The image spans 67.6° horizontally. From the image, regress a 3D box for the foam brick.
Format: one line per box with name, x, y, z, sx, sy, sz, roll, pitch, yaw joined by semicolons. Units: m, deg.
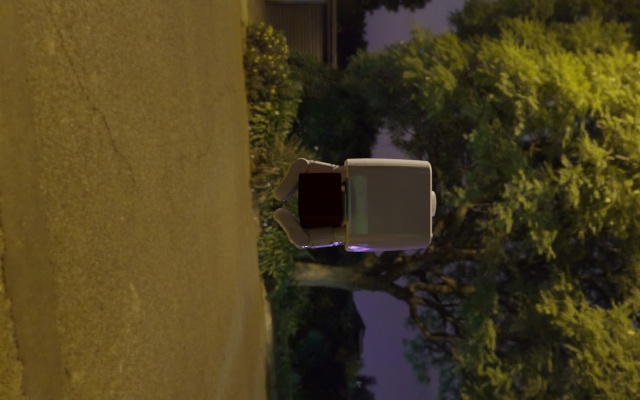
foam brick;0.000;0.002;0.583;0.051;0.053;0.078;0;-15;0
